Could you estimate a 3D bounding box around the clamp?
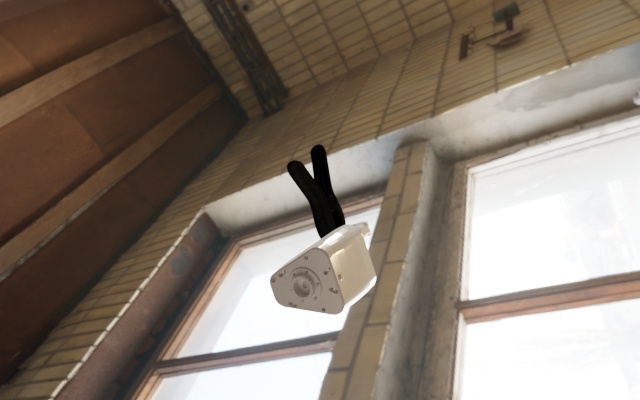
[{"bbox_3d":[0.000,0.003,0.716,0.039,0.171,0.120,-17,3,29],"label":"clamp"}]
